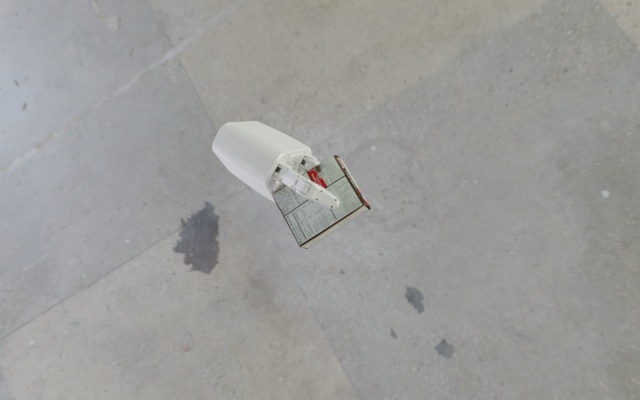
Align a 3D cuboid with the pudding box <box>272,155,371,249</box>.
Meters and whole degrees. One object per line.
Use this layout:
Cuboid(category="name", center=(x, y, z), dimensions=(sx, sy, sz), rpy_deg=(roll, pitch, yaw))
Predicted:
Cuboid(category="pudding box", center=(0.000, 0.002, 0.675), dimensions=(0.113, 0.090, 0.039), rpy_deg=(-33, -17, 12))
